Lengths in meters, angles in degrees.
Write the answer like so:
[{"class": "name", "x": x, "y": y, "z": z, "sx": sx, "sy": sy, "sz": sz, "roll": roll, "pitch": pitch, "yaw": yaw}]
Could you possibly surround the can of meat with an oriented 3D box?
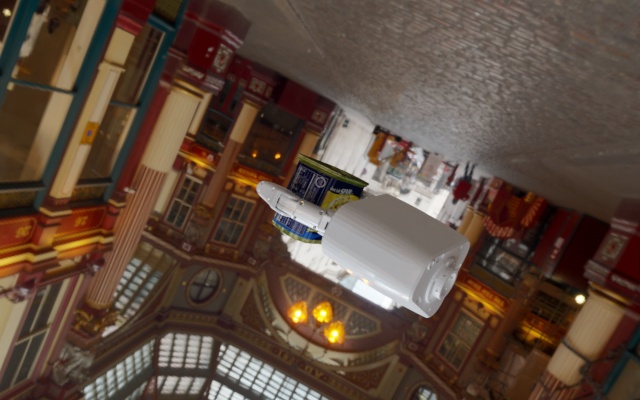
[{"class": "can of meat", "x": 0.000, "y": 0.002, "z": 0.542, "sx": 0.057, "sy": 0.084, "sz": 0.102, "roll": 29, "pitch": 8, "yaw": 29}]
